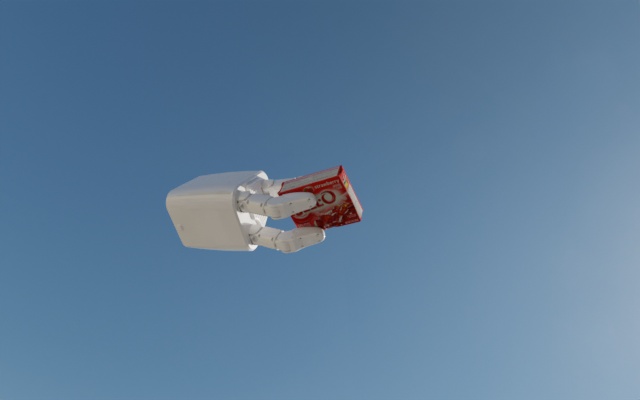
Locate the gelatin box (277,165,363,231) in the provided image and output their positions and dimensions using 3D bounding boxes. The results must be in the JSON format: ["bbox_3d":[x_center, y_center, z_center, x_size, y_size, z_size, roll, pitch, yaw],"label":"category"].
[{"bbox_3d":[0.000,0.002,0.613,0.089,0.073,0.030,-15,30,22],"label":"gelatin box"}]
